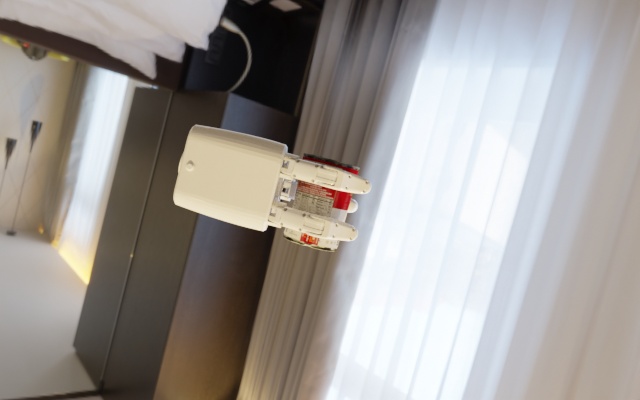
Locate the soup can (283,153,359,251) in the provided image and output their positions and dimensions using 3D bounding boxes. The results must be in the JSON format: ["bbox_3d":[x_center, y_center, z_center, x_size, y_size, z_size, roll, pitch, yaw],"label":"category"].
[{"bbox_3d":[0.000,0.002,0.563,0.068,0.102,0.068,15,3,-1],"label":"soup can"}]
